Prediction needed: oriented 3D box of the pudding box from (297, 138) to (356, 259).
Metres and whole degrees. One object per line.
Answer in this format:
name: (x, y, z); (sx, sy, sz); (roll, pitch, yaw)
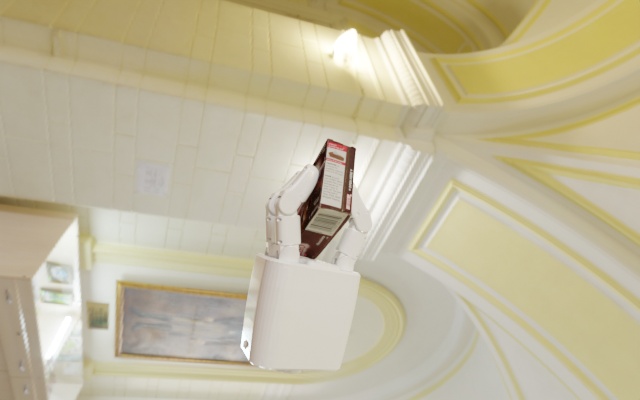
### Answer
pudding box: (0.000, 0.002, 0.528); (0.039, 0.090, 0.113); (16, -35, -15)
